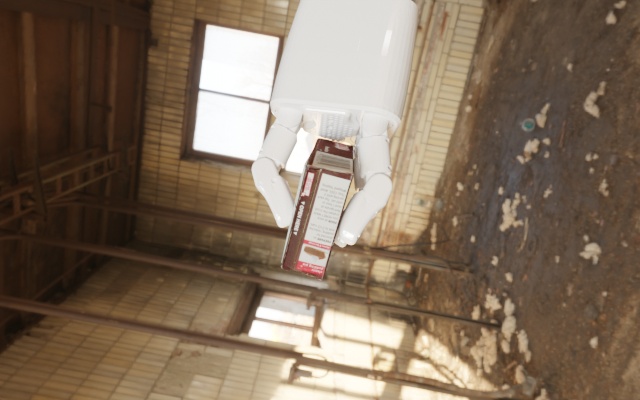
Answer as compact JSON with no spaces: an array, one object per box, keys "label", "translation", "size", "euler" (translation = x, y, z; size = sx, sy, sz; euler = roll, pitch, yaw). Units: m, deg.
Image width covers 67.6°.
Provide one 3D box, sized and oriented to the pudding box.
[{"label":"pudding box","translation":[0.000,0.001,0.407],"size":[0.039,0.090,0.113],"euler":[15,18,1]}]
